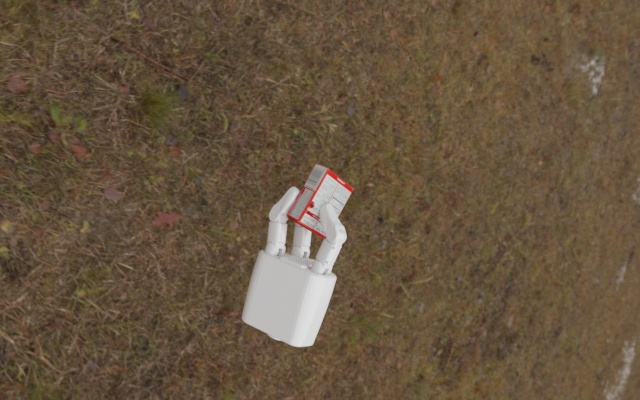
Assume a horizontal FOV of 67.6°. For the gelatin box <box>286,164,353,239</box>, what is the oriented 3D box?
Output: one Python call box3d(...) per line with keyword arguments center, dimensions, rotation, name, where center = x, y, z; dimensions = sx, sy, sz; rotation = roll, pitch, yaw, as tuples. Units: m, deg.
box3d(center=(0.001, 0.002, 0.691), dimensions=(0.030, 0.089, 0.073), rotation=(26, -5, 41), name="gelatin box")
